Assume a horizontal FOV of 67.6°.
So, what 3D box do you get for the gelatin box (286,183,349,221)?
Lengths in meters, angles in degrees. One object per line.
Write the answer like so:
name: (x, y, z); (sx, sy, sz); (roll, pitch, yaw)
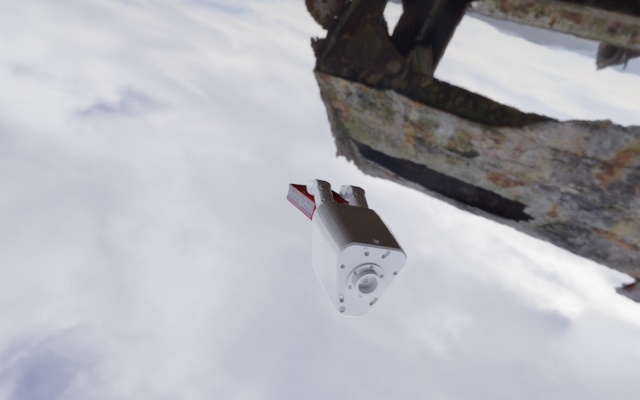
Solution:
gelatin box: (0.000, 0.003, 0.732); (0.073, 0.030, 0.089); (4, 19, -33)
